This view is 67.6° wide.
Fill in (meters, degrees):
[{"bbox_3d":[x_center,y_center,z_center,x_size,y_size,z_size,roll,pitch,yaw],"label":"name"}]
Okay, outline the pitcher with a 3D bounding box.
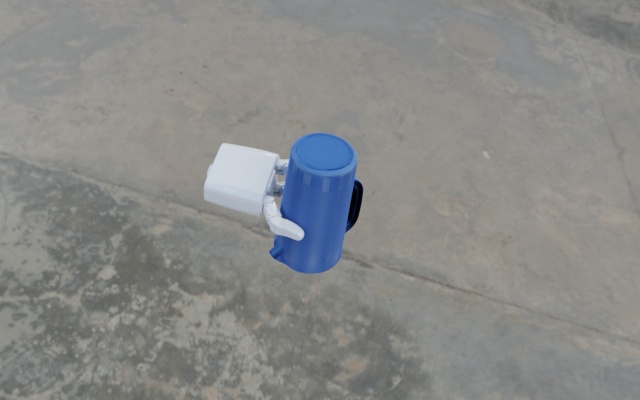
[{"bbox_3d":[0.000,0.003,0.839,0.145,0.243,0.149,15,45,4],"label":"pitcher"}]
